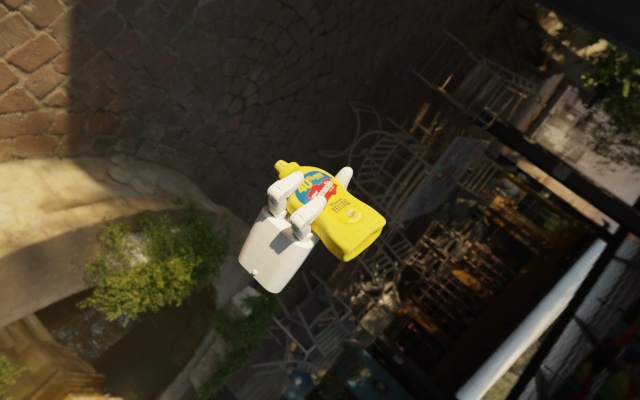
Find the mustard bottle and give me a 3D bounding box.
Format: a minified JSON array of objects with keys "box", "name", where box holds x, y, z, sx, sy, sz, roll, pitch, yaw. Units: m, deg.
[{"box":[0.000,0.002,0.732,0.191,0.058,0.096,41,52,19],"name":"mustard bottle"}]
